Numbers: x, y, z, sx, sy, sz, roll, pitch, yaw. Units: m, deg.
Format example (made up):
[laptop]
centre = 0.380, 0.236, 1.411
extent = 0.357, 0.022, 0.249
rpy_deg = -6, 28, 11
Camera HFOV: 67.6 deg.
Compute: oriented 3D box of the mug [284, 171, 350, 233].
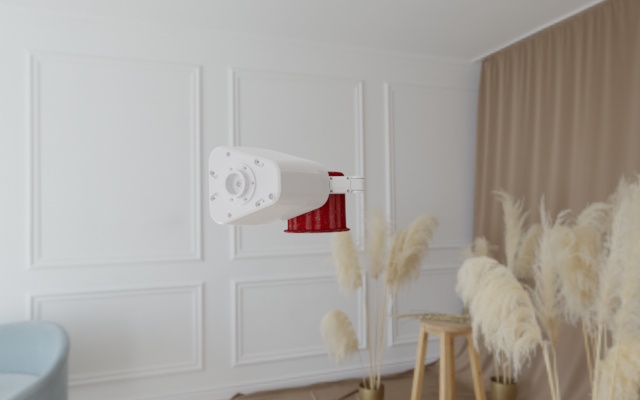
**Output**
[mug]
centre = 0.001, 0.002, 0.676
extent = 0.093, 0.081, 0.117
rpy_deg = -2, 0, 30
